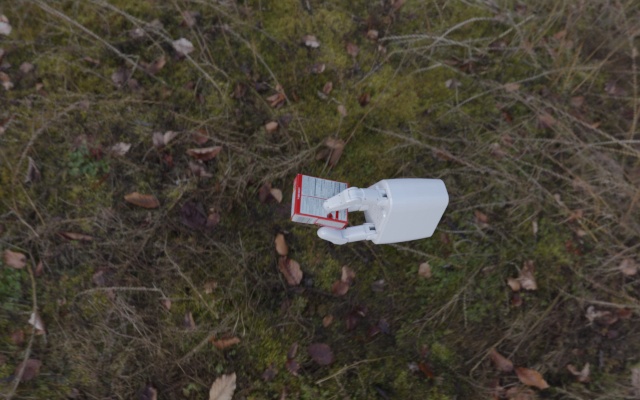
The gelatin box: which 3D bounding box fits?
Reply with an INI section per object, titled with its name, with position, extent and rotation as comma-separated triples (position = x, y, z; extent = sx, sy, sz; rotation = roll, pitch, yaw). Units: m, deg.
[gelatin box]
position = 0.000, 0.002, 0.760
extent = 0.089, 0.073, 0.030
rotation = 11, -29, -15
